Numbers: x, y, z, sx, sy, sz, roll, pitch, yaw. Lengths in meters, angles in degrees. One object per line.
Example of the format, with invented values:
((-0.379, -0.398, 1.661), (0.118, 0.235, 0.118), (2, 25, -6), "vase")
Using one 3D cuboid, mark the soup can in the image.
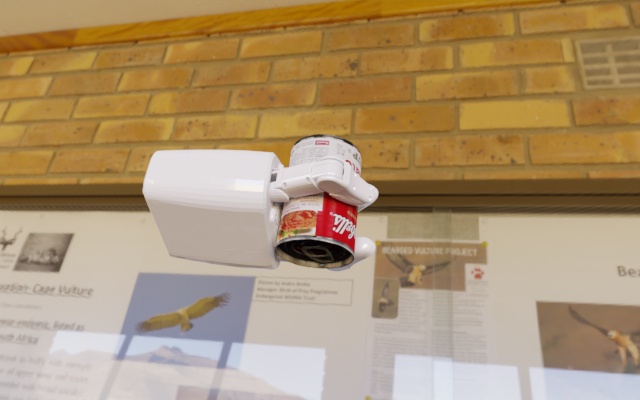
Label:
((0.001, 0.001, 0.425), (0.068, 0.102, 0.068), (5, -27, 3), "soup can")
